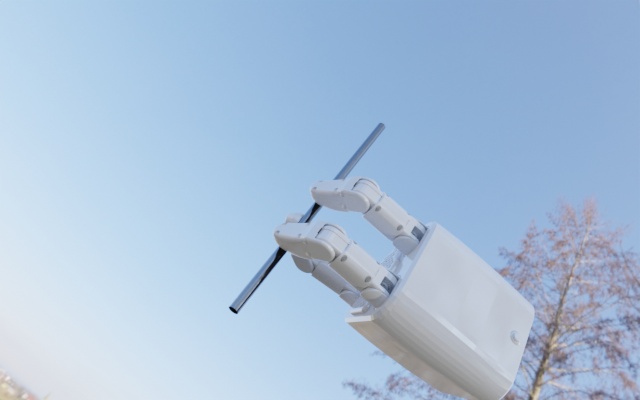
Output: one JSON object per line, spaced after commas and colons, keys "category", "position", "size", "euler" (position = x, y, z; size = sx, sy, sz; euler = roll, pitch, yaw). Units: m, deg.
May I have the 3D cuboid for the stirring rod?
{"category": "stirring rod", "position": [0.000, 0.001, 0.404], "size": [0.011, 0.011, 0.239], "euler": [0, 39, 41]}
